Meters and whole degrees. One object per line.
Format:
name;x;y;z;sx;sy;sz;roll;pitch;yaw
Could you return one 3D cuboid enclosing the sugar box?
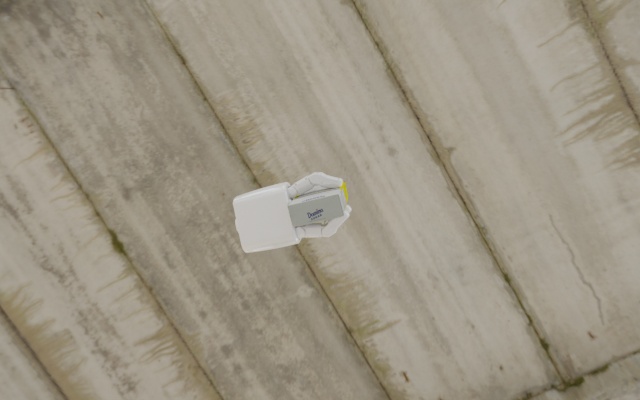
sugar box;0.000;0.003;0.887;0.093;0.048;0.176;-13;11;9
